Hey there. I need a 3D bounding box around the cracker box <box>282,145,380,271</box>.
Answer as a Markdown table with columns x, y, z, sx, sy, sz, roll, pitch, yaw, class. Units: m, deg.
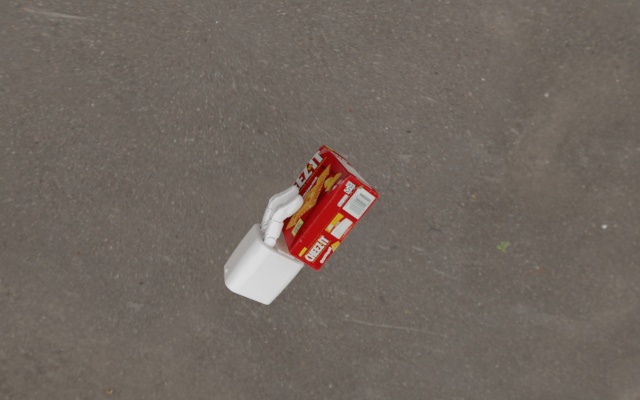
| x | y | z | sx | sy | sz | roll | pitch | yaw | class |
| --- | --- | --- | --- | --- | --- | --- | --- | --- | --- |
| 0.000 | 0.003 | 0.853 | 0.072 | 0.164 | 0.213 | 35 | 9 | -21 | cracker box |
